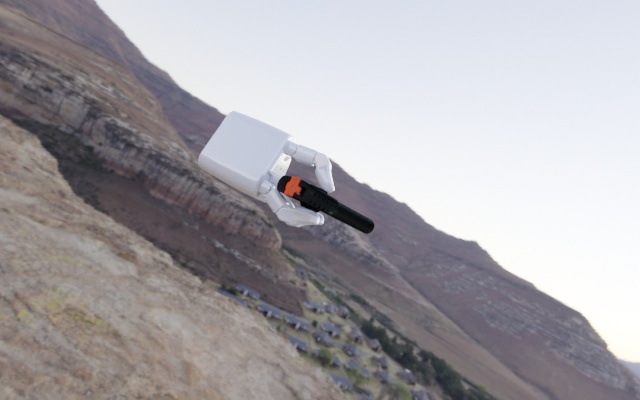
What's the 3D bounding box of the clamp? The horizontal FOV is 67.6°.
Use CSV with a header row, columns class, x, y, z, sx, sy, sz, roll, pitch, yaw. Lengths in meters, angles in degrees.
class,x,y,z,sx,sy,sz,roll,pitch,yaw
clamp,0.000,0.001,0.712,0.164,0.036,0.210,25,-2,12
